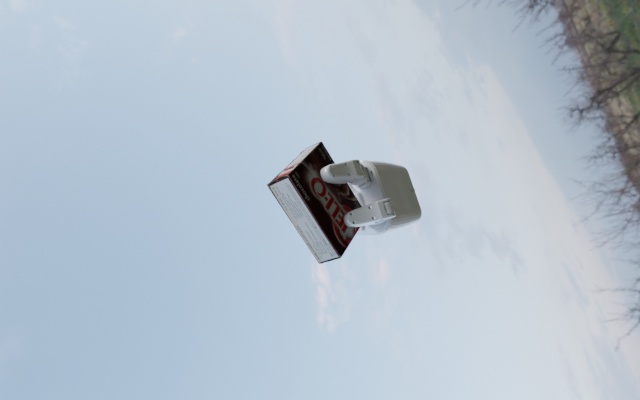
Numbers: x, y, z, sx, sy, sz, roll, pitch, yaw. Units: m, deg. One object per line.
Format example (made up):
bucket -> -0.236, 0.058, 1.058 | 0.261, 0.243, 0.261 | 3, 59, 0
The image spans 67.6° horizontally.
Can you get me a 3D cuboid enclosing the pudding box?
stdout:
pudding box -> 0.000, 0.002, 0.550 | 0.039, 0.113, 0.090 | -25, 16, 35
